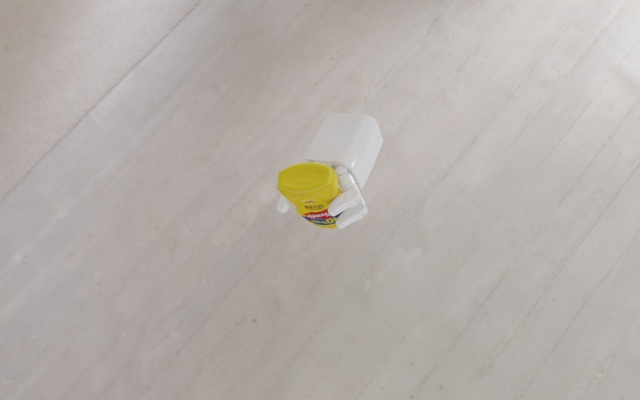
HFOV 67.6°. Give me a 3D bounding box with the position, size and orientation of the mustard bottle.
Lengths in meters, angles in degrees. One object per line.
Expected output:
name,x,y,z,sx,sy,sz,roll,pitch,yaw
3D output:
mustard bottle,0.000,0.003,0.842,0.096,0.058,0.192,-5,-27,16
